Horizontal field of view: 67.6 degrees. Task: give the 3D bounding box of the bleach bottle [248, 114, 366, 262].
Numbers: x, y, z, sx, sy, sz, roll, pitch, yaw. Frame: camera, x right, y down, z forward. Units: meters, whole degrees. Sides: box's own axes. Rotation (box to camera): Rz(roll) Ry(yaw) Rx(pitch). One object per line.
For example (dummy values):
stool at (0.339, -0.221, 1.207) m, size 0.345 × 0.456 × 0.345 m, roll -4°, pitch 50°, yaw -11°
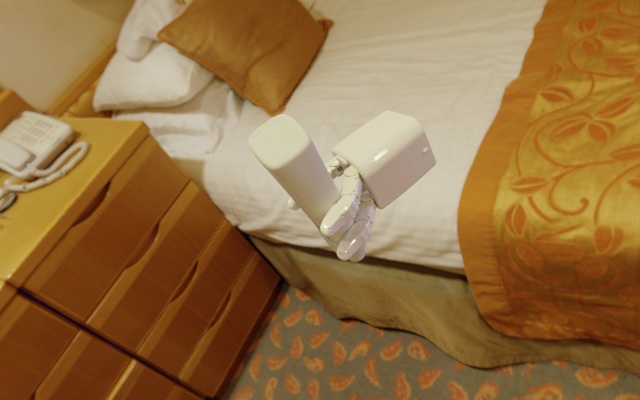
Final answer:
bleach bottle at (0.000, 0.002, 0.664) m, size 0.068 × 0.251 × 0.102 m, roll -37°, pitch 42°, yaw -3°
